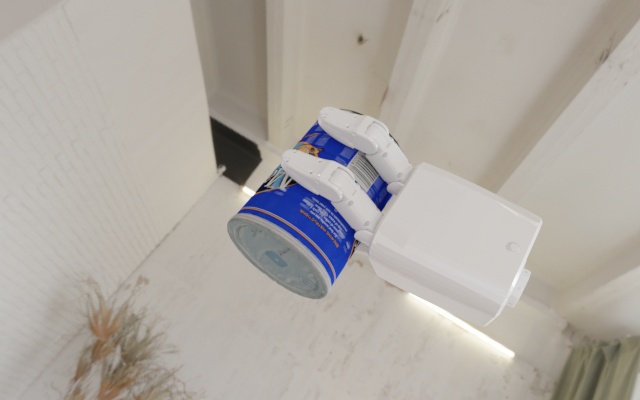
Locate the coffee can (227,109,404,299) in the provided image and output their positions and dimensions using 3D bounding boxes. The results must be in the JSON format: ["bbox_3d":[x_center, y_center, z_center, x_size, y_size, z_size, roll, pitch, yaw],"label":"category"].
[{"bbox_3d":[0.000,0.001,0.429,0.103,0.140,0.103,28,-29,17],"label":"coffee can"}]
